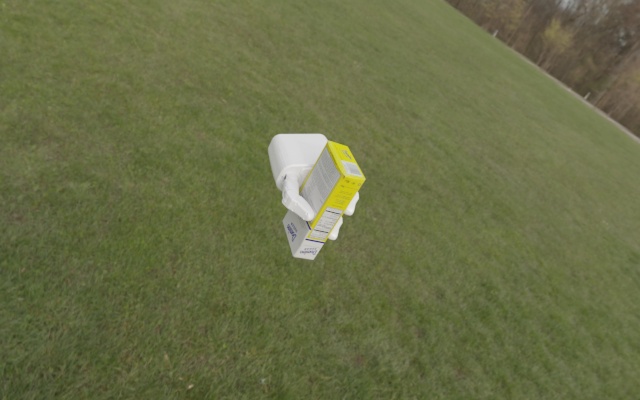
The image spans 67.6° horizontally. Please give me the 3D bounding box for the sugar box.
[{"bbox_3d":[0.001,0.002,0.773,0.048,0.176,0.093,11,35,-27],"label":"sugar box"}]
